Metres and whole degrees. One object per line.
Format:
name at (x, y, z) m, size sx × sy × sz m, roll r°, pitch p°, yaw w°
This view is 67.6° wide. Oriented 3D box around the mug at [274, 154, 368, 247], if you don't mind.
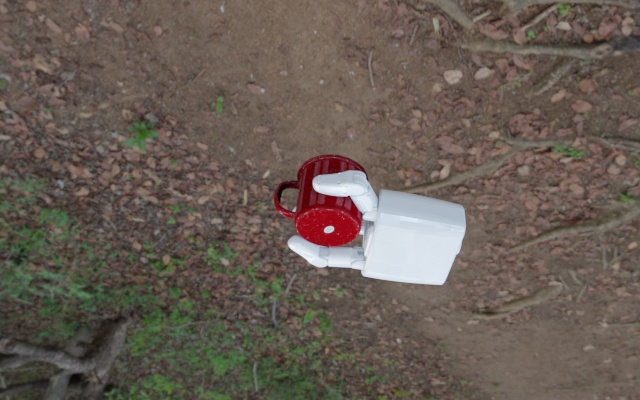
mug at (-0.001, 0.002, 0.594) m, size 0.117 × 0.081 × 0.093 m, roll 8°, pitch -40°, yaw -1°
